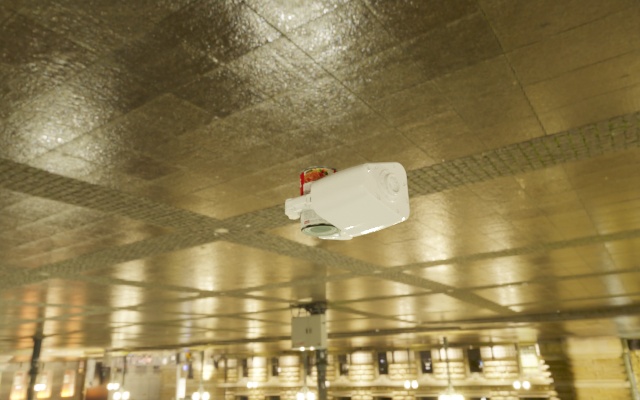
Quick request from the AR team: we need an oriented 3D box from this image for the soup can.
[{"bbox_3d":[0.000,0.003,0.793,0.068,0.102,0.068,-2,-19,-1],"label":"soup can"}]
